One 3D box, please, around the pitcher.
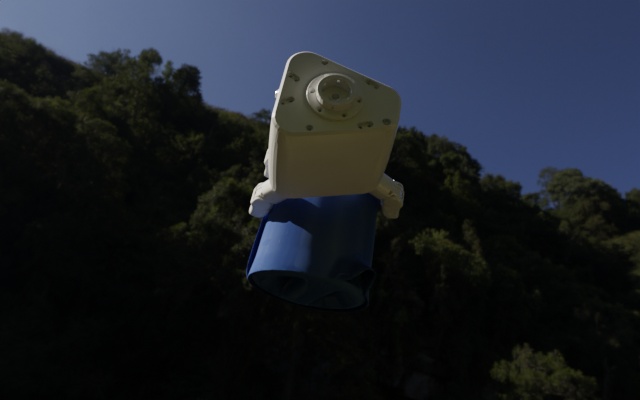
[{"bbox_3d":[0.000,0.002,0.572,0.149,0.242,0.145,11,-27,2],"label":"pitcher"}]
